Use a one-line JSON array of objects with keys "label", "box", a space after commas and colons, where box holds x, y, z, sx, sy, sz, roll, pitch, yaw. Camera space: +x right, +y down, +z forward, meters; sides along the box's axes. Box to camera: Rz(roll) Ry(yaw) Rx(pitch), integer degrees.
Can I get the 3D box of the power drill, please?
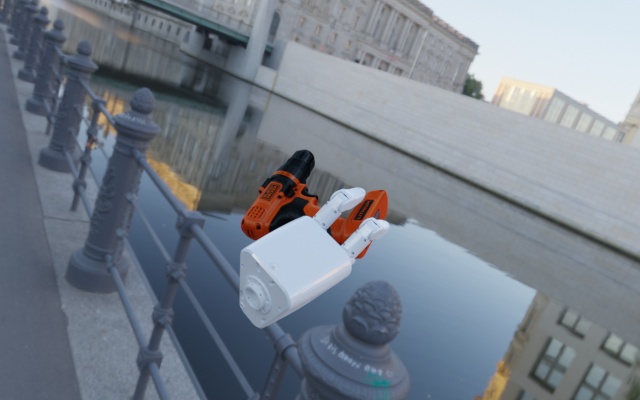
[{"label": "power drill", "box": [0.000, 0.003, 0.707, 0.187, 0.184, 0.057, 14, -38, 24]}]
